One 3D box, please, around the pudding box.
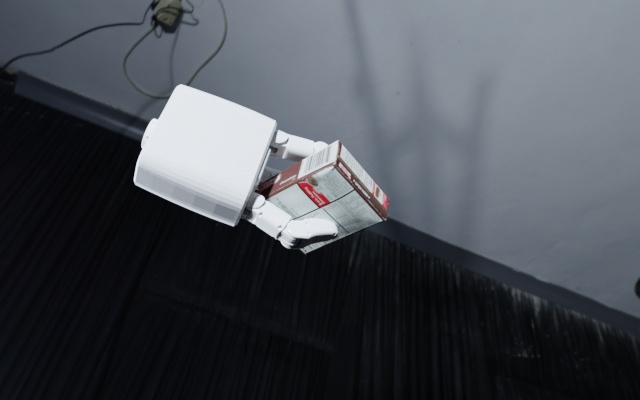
[{"bbox_3d":[0.000,0.002,0.496,0.113,0.039,0.090,-25,-56,33],"label":"pudding box"}]
